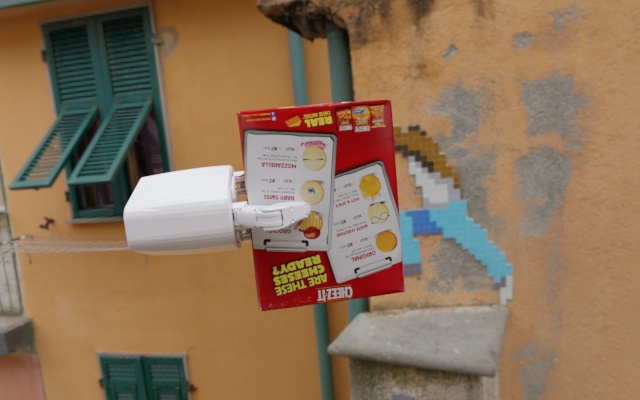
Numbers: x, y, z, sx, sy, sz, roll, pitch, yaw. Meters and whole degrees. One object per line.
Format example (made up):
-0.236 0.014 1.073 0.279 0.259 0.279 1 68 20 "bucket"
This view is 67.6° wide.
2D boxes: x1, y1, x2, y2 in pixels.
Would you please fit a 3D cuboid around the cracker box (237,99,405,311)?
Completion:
0.000 0.002 0.535 0.164 0.214 0.072 -6 8 -6 "cracker box"
